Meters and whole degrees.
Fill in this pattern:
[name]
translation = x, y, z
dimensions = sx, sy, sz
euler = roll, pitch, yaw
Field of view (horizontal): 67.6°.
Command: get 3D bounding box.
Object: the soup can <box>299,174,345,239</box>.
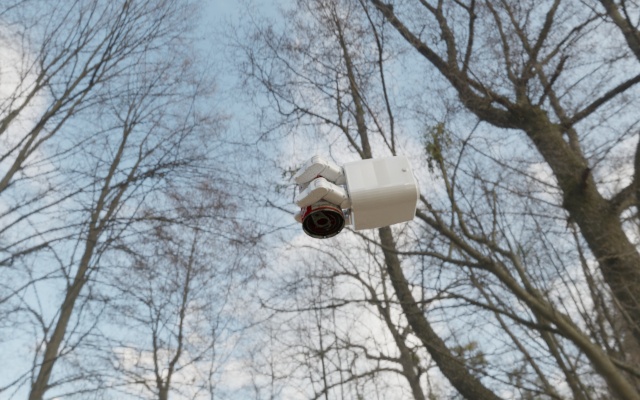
[soup can]
translation = 0.000, 0.003, 0.778
dimensions = 0.068, 0.069, 0.102
euler = -4, 45, -4
